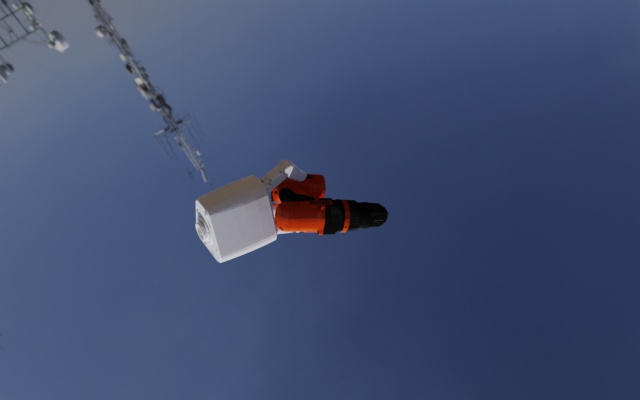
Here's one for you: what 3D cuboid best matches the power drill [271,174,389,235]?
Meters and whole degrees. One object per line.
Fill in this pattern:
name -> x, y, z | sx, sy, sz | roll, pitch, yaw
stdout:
power drill -> 0.000, 0.003, 0.810 | 0.184, 0.057, 0.187 | 1, 16, -19
